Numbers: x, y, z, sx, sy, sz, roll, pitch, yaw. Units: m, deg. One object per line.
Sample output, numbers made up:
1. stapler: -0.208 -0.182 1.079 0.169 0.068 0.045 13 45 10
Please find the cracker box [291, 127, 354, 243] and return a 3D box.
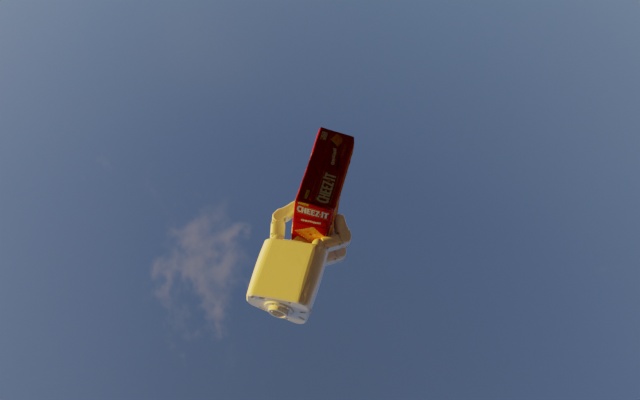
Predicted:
1. cracker box: 0.000 0.003 0.867 0.072 0.164 0.214 15 -34 2
